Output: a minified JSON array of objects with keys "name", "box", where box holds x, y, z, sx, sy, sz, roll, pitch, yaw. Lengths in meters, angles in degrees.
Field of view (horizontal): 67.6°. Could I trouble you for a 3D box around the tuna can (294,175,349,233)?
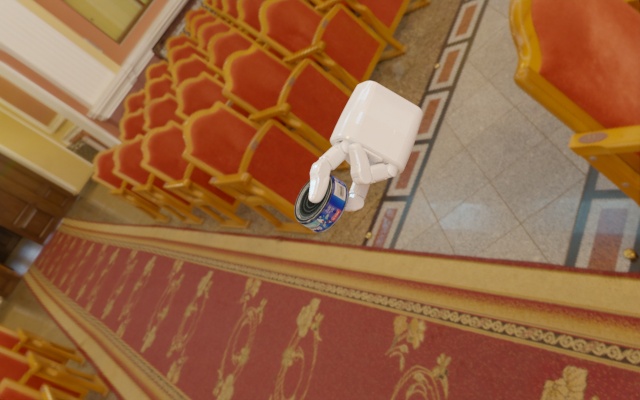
[{"name":"tuna can","box":[0.000,0.002,0.704,0.034,0.086,0.086,31,-17,-31]}]
